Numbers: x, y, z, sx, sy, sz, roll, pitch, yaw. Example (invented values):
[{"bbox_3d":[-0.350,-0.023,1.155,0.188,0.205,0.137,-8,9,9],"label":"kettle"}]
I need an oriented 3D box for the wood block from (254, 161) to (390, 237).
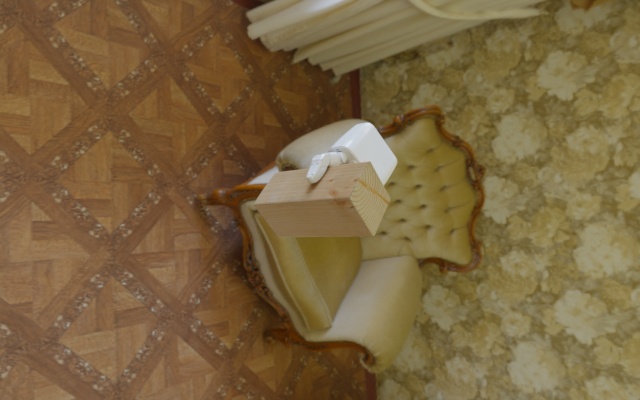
[{"bbox_3d":[0.000,0.002,0.823,0.206,0.091,0.090,-4,42,38],"label":"wood block"}]
